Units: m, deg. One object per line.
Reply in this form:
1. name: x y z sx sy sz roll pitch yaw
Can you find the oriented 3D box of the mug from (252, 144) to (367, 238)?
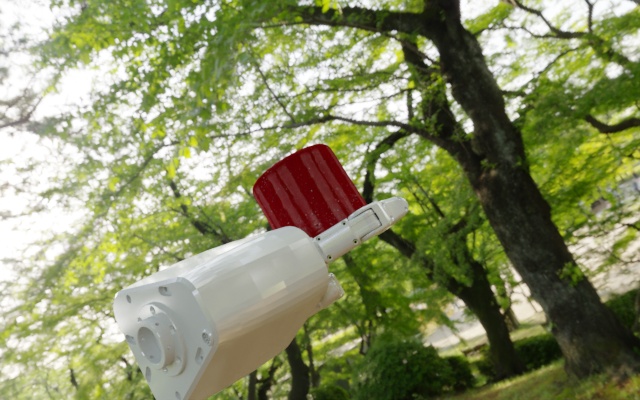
1. mug: 0.001 0.001 0.432 0.093 0.081 0.117 -39 -12 38
